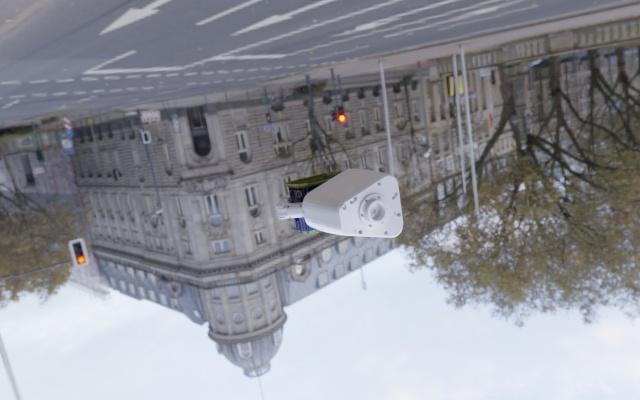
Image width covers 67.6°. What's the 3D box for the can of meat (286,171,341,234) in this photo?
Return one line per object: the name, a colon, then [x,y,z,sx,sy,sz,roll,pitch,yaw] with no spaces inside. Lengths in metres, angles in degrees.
can of meat: [0.000,0.003,0.792,0.102,0.084,0.057,-15,12,-29]
